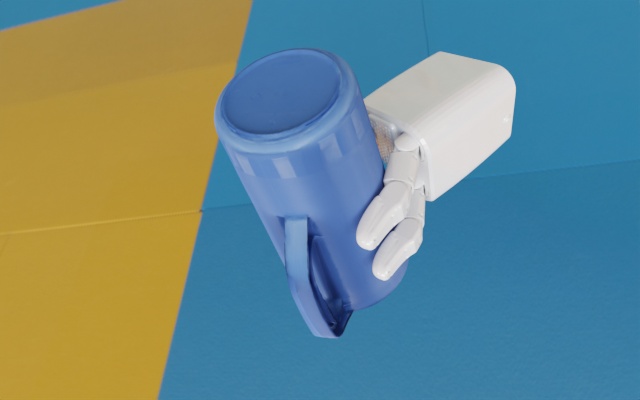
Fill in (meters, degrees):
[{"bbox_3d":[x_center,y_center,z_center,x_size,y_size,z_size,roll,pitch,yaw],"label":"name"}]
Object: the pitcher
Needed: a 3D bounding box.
[{"bbox_3d":[0.000,0.001,0.422,0.145,0.149,0.243,-36,-38,-10],"label":"pitcher"}]
